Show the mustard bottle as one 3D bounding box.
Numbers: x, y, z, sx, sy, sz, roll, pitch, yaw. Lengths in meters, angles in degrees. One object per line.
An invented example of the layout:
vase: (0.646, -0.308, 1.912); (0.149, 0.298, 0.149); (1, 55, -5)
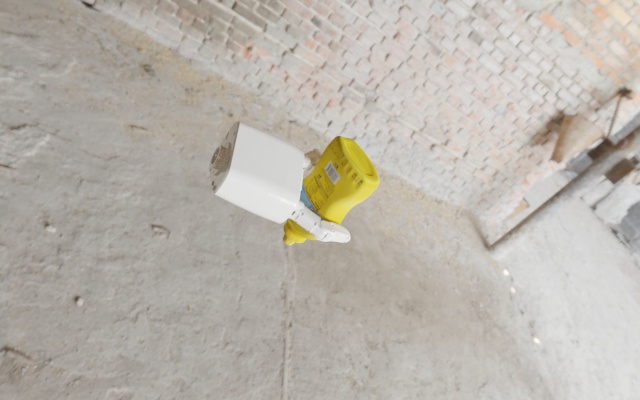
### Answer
mustard bottle: (0.001, 0.002, 0.713); (0.058, 0.096, 0.192); (5, -44, -45)
